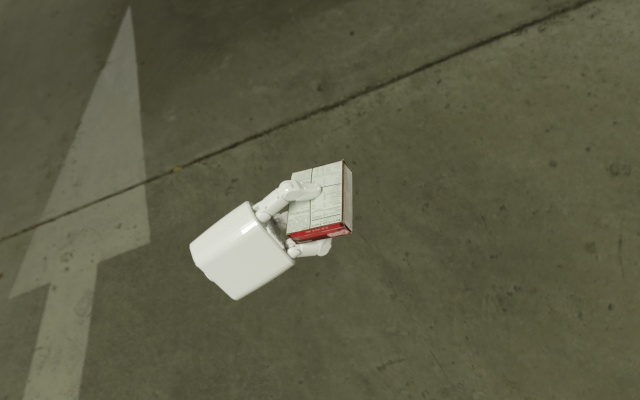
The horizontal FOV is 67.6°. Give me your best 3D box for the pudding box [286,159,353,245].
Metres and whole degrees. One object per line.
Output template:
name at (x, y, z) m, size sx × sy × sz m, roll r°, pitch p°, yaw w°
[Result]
pudding box at (0.000, 0.002, 0.694) m, size 0.090 × 0.113 × 0.039 m, roll -12°, pitch -35°, yaw 22°
